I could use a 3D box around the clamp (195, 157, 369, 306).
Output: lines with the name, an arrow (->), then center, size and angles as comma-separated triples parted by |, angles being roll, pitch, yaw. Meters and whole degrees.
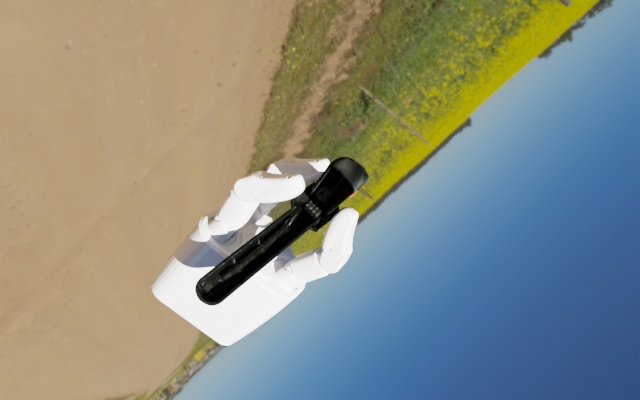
clamp -> 0.001, 0.002, 0.414 | 0.165, 0.036, 0.210 | -39, -2, 30
